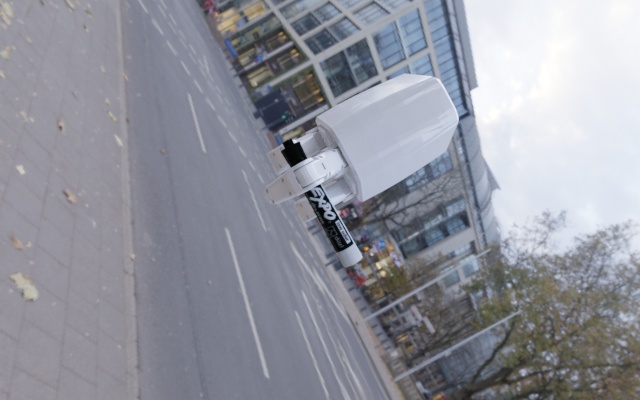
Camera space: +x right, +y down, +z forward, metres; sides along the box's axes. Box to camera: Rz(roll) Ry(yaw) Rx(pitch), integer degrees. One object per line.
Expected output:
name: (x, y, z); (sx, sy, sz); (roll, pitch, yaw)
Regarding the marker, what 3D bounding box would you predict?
marker: (0.000, 0.001, 0.415); (0.020, 0.121, 0.020); (-29, 3, 2)
